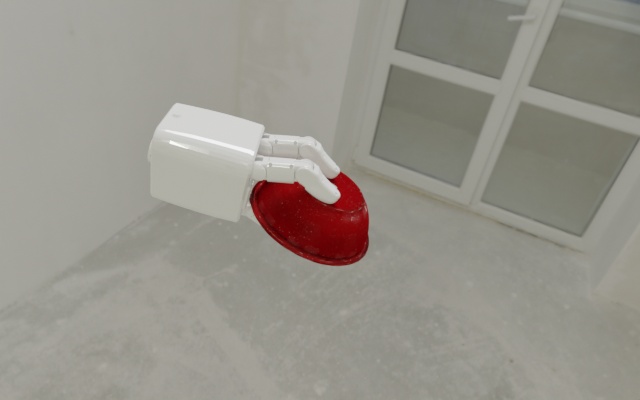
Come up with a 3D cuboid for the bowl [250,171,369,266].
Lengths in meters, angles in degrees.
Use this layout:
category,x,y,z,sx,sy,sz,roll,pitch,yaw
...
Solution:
category,x,y,z,sx,sy,sz,roll,pitch,yaw
bowl,0.001,0.002,0.579,0.162,0.055,0.162,22,32,-15
